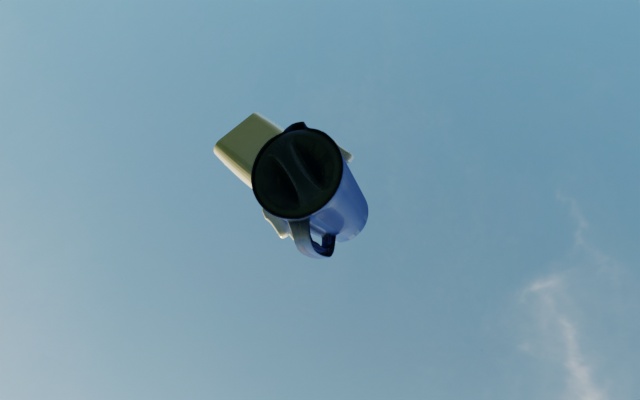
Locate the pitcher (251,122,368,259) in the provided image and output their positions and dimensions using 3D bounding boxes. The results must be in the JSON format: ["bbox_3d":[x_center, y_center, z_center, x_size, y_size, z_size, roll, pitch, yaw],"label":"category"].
[{"bbox_3d":[0.000,0.002,0.747,0.145,0.149,0.243,37,-2,24],"label":"pitcher"}]
